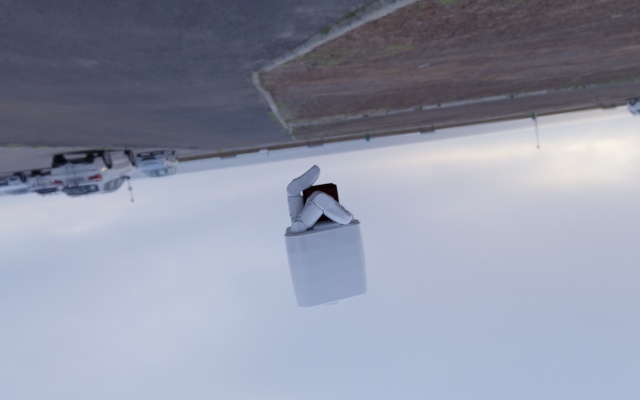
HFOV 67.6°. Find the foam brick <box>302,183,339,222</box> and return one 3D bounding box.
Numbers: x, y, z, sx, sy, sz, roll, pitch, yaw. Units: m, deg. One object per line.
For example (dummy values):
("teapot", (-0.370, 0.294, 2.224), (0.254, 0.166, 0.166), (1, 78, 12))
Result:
("foam brick", (0.000, 0.002, 0.737), (0.053, 0.051, 0.078), (-9, 5, -2))
